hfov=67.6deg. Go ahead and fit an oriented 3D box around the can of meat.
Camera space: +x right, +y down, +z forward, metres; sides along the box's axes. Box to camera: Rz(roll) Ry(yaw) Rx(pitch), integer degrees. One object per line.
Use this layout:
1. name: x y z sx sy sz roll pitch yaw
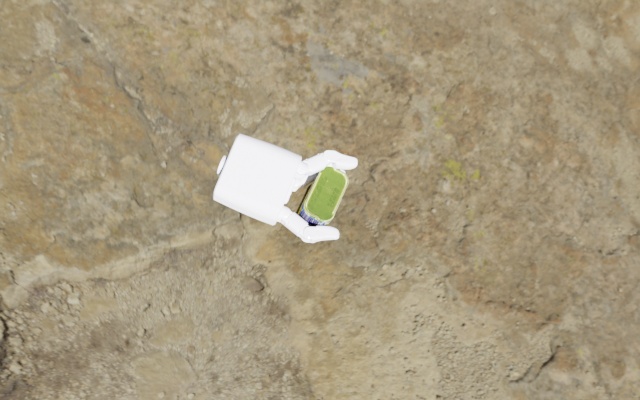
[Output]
1. can of meat: 0.000 0.003 0.790 0.057 0.102 0.084 26 -26 -4
